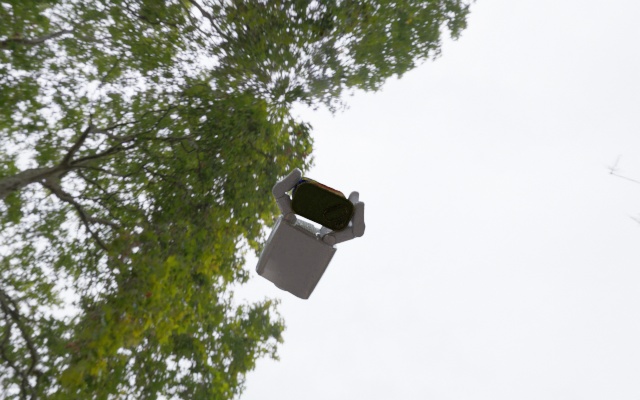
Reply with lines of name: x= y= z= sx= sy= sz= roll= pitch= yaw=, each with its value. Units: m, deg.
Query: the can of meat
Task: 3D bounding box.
can of meat: x=0.000 y=0.002 z=0.802 sx=0.102 sy=0.057 sz=0.084 roll=24 pitch=9 yaw=-9
